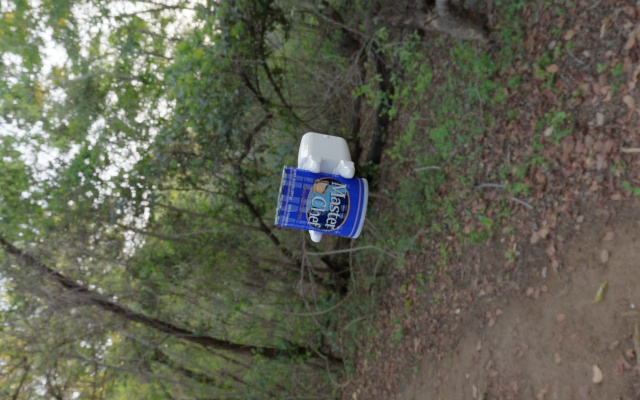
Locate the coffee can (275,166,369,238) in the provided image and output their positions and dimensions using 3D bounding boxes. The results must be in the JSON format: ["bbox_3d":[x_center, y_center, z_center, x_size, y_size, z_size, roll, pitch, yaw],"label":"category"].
[{"bbox_3d":[0.000,0.003,0.806,0.140,0.103,0.103,9,-1,-7],"label":"coffee can"}]
